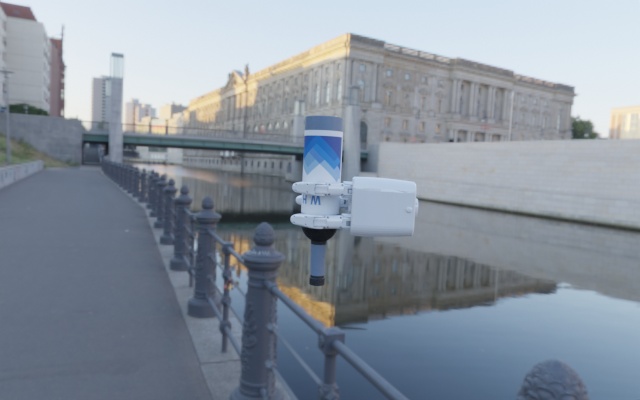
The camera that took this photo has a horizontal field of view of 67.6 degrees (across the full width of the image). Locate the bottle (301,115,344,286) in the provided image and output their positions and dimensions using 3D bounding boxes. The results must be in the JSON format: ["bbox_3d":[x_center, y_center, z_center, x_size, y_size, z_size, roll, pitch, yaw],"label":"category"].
[{"bbox_3d":[0.000,0.002,0.838,0.069,0.296,0.069,3,5,0],"label":"bottle"}]
